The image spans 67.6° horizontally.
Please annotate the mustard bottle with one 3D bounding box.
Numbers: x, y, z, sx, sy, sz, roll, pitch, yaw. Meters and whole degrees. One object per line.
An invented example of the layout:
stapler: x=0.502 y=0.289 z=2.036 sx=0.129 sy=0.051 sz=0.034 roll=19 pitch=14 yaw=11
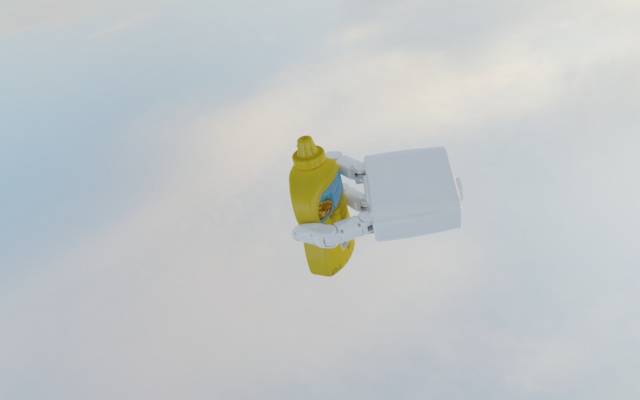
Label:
mustard bottle: x=0.000 y=0.002 z=0.627 sx=0.058 sy=0.192 sz=0.096 roll=6 pitch=40 yaw=26
